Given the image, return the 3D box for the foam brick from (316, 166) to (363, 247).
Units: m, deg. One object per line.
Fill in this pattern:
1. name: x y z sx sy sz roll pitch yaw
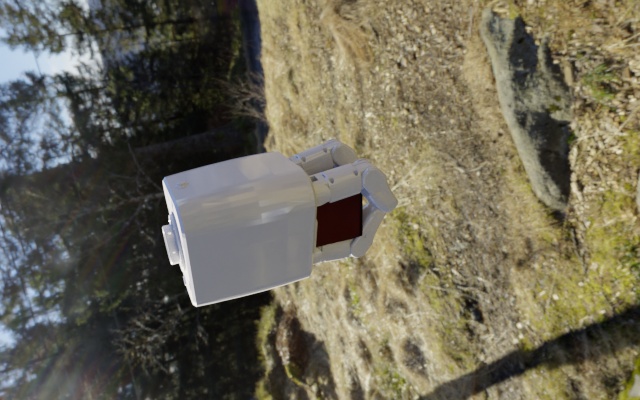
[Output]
1. foam brick: 0.000 0.001 0.456 0.051 0.053 0.078 -12 24 -21
